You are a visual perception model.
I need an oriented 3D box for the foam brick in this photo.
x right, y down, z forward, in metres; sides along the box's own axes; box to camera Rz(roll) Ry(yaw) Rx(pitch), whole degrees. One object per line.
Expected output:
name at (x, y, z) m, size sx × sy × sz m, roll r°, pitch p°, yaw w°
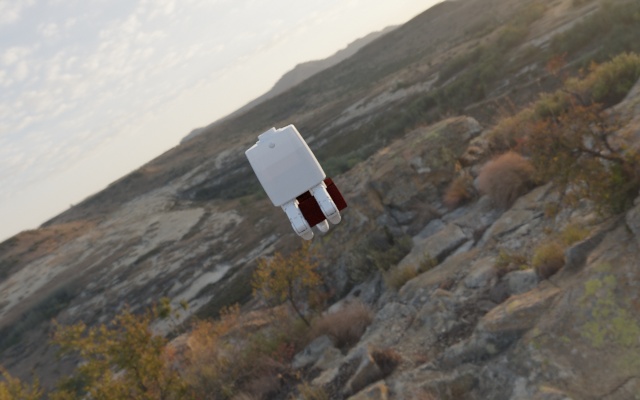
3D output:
foam brick at (0.000, 0.003, 0.837) m, size 0.078 × 0.051 × 0.053 m, roll -30°, pitch 13°, yaw 1°
